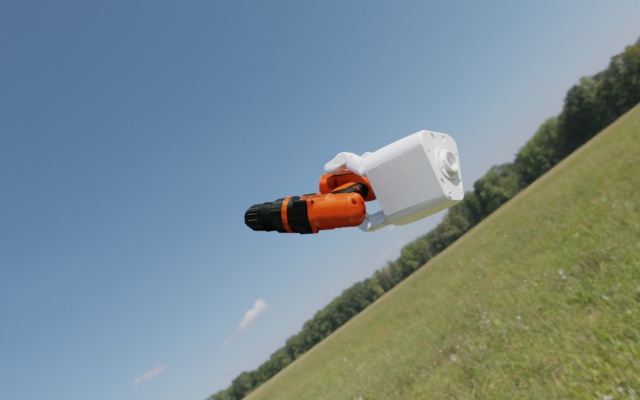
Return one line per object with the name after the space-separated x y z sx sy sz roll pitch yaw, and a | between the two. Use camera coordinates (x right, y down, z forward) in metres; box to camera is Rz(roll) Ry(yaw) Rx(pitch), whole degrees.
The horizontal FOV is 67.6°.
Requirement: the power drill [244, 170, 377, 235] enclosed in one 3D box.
0.001 0.002 0.727 0.184 0.057 0.187 -3 15 25 | power drill
